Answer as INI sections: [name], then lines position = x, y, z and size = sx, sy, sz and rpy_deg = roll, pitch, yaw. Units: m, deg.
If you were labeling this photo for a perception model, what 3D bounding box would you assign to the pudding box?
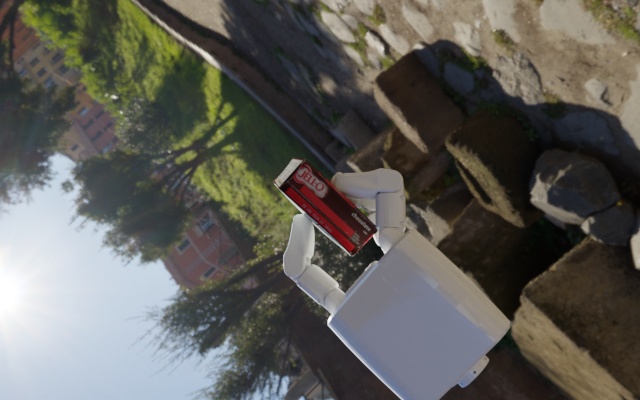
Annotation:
[pudding box]
position = 0.000, 0.002, 0.454
size = 0.090, 0.039, 0.113
rpy_deg = 44, -3, -10
